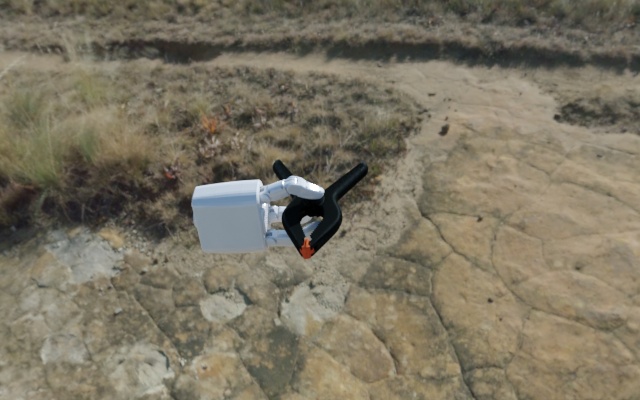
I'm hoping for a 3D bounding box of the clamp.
[{"bbox_3d":[0.000,0.002,0.764,0.164,0.036,0.209,-4,44,3],"label":"clamp"}]
